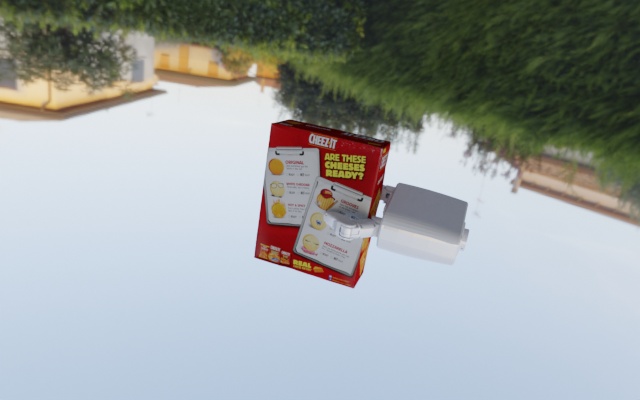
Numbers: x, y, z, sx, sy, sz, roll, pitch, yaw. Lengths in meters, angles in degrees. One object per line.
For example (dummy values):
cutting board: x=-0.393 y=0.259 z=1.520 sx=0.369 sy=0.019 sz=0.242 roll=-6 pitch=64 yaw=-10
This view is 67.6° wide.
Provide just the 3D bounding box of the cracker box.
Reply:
cracker box: x=0.000 y=0.003 z=0.704 sx=0.164 sy=0.214 sz=0.072 roll=15 pitch=20 yaw=15
